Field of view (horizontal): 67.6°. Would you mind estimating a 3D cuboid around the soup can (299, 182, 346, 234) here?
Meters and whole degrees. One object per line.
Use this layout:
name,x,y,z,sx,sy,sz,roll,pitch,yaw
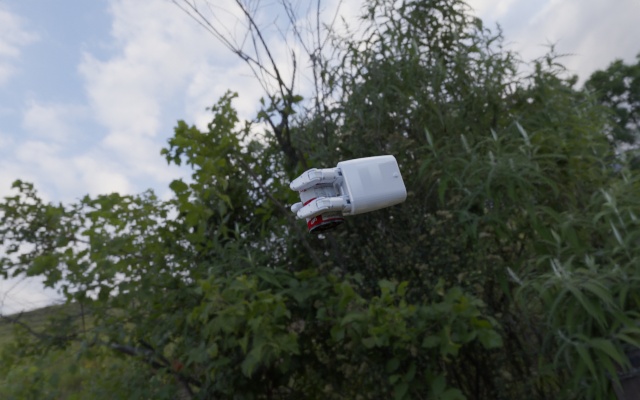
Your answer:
soup can,0.000,0.003,0.873,0.068,0.102,0.068,-14,-17,-4
